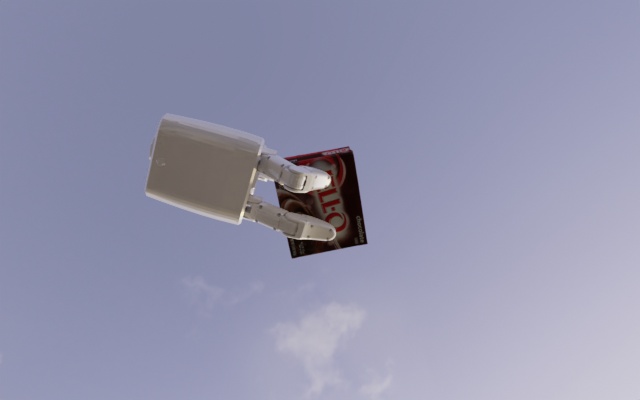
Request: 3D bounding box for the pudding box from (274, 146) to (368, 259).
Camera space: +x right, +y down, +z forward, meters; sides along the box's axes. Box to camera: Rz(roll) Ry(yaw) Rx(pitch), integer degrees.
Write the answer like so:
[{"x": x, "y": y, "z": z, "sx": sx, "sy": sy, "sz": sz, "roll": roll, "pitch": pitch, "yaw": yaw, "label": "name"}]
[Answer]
[{"x": 0.000, "y": 0.002, "z": 0.540, "sx": 0.090, "sy": 0.113, "sz": 0.039, "roll": -11, "pitch": 20, "yaw": 0, "label": "pudding box"}]
